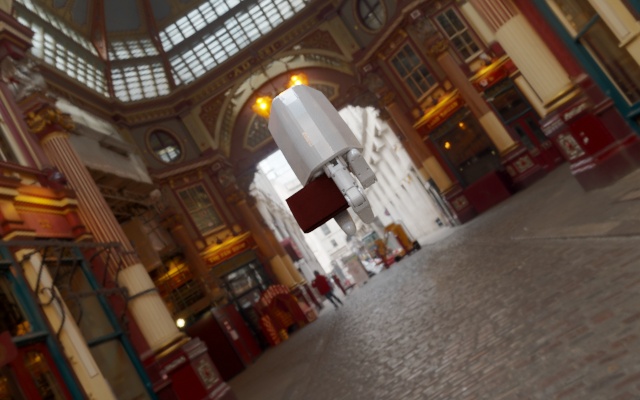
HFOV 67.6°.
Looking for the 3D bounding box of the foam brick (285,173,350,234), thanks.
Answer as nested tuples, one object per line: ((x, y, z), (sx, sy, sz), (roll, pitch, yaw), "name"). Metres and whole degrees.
((0.000, 0.002, 0.627), (0.078, 0.051, 0.053), (-33, -6, 1), "foam brick")
